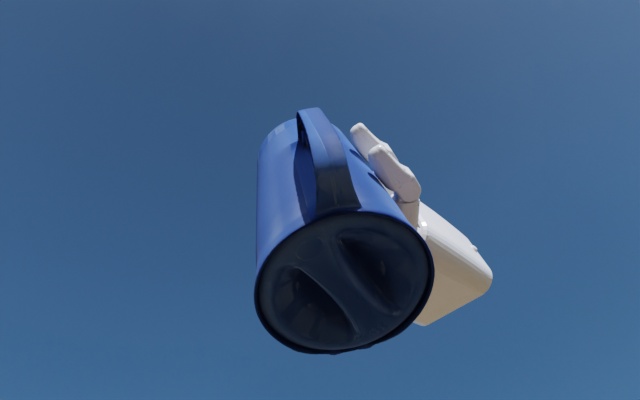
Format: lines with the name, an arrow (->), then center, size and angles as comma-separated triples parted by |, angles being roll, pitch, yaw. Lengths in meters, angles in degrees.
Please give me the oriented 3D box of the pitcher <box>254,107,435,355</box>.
pitcher -> 0.000, 0.002, 0.438 | 0.145, 0.149, 0.242 | 31, 19, -24
